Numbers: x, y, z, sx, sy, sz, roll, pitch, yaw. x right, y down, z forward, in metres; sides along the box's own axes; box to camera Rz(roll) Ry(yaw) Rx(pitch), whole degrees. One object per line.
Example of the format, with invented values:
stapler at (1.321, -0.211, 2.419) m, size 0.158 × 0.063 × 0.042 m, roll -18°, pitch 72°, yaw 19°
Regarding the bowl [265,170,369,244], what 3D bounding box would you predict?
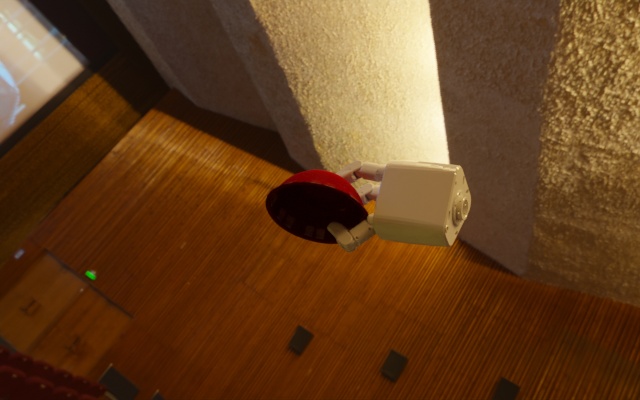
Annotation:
bowl at (-0.001, 0.002, 0.735) m, size 0.162 × 0.055 × 0.162 m, roll 9°, pitch -35°, yaw 7°
